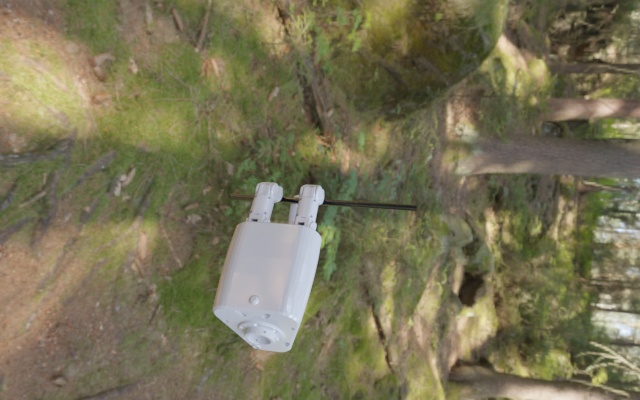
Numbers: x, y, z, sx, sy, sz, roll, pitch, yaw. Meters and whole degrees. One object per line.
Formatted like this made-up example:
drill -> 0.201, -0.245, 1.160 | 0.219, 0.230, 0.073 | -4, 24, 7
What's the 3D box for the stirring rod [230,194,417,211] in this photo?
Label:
stirring rod -> 0.000, 0.002, 0.607 | 0.239, 0.011, 0.011 | 4, 1, 11
